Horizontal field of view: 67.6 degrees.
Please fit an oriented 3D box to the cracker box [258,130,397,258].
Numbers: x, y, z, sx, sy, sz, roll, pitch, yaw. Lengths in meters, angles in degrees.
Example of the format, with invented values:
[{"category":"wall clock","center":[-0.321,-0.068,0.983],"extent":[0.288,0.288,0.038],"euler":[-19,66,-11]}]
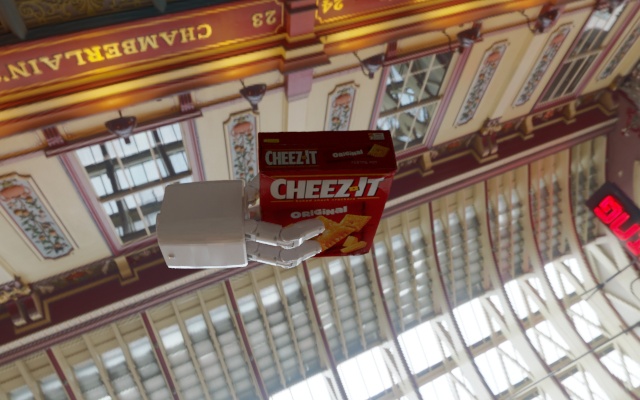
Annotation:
[{"category":"cracker box","center":[0.000,0.002,0.646],"extent":[0.164,0.072,0.214],"euler":[-2,-34,-7]}]
